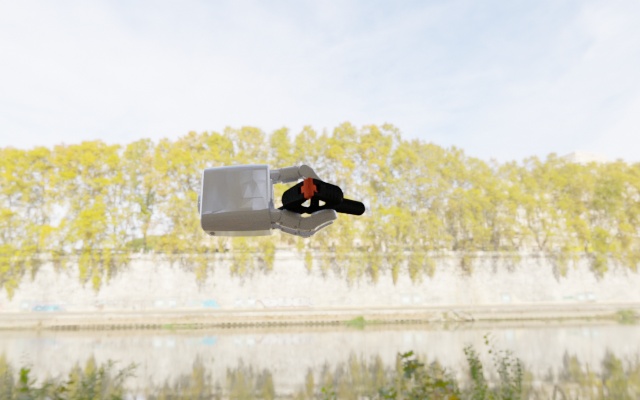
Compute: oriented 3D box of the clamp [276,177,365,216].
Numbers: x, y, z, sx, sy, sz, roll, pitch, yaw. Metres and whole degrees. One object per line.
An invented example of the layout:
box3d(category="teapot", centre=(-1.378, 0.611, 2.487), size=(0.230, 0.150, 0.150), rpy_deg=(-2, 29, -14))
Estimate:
box3d(category="clamp", centre=(0.000, 0.002, 0.756), size=(0.164, 0.036, 0.210), rpy_deg=(-5, -12, -4))
